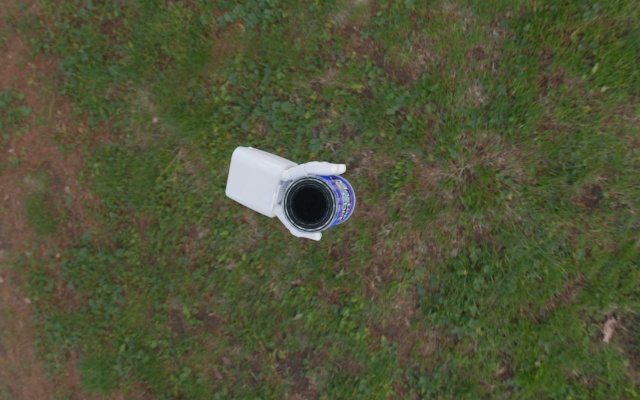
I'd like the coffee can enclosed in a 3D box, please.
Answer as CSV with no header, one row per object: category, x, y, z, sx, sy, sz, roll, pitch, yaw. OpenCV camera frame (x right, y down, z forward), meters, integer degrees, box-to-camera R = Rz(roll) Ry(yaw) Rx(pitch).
coffee can,0.000,0.003,0.895,0.103,0.103,0.140,0,4,17
